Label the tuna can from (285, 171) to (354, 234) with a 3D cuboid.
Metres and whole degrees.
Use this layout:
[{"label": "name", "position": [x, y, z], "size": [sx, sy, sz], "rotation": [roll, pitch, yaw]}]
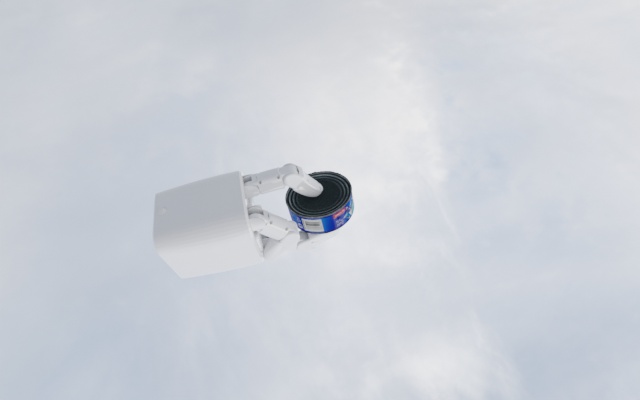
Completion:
[{"label": "tuna can", "position": [0.000, 0.002, 0.612], "size": [0.086, 0.034, 0.086], "rotation": [-8, 43, 7]}]
